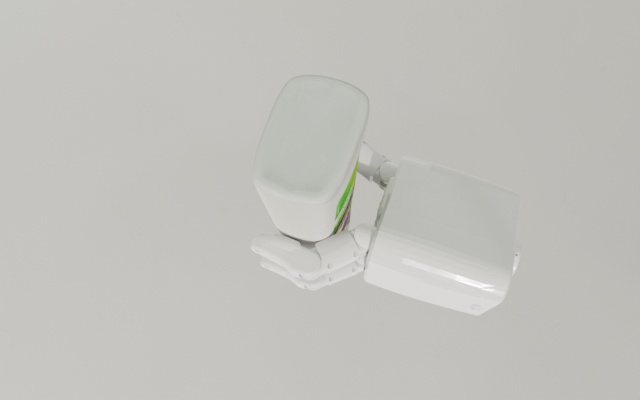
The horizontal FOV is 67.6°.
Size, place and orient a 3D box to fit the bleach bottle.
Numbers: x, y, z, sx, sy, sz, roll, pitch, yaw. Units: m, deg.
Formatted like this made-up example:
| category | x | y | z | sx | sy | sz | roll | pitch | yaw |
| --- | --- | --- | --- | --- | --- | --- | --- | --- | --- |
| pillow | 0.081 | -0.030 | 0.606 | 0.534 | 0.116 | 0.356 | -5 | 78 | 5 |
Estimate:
| category | x | y | z | sx | sy | sz | roll | pitch | yaw |
| --- | --- | --- | --- | --- | --- | --- | --- | --- | --- |
| bleach bottle | 0.000 | 0.001 | 0.437 | 0.068 | 0.102 | 0.251 | 17 | -19 | 10 |
